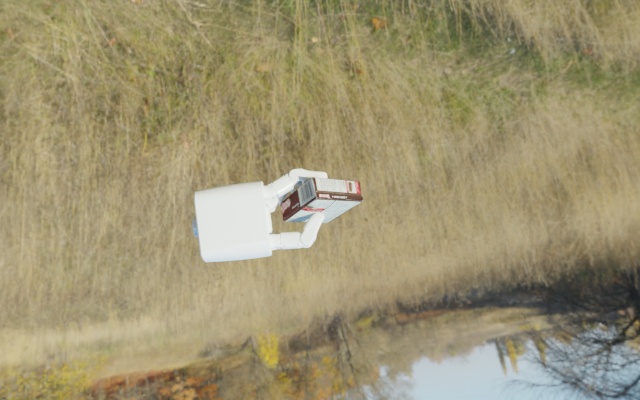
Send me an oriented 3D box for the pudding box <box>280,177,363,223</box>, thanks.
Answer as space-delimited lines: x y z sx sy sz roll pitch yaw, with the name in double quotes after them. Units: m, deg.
0.000 0.003 0.768 0.090 0.039 0.113 2 -21 -32 "pudding box"
